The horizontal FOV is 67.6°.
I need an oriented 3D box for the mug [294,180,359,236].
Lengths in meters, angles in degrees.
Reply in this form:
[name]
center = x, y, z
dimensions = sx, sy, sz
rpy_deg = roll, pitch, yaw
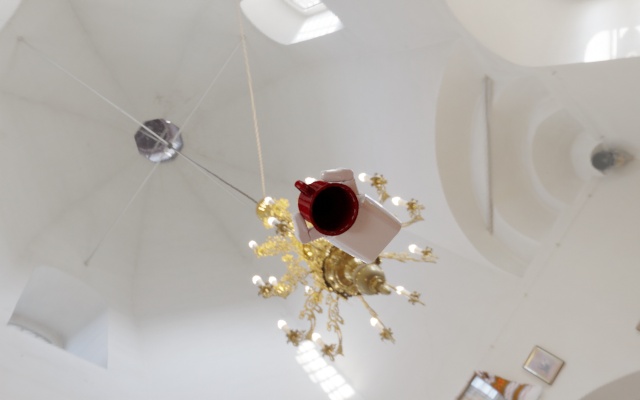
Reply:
[mug]
center = -0.001, 0.002, 0.843
dimensions = 0.117, 0.093, 0.081
rpy_deg = 35, -4, -24
